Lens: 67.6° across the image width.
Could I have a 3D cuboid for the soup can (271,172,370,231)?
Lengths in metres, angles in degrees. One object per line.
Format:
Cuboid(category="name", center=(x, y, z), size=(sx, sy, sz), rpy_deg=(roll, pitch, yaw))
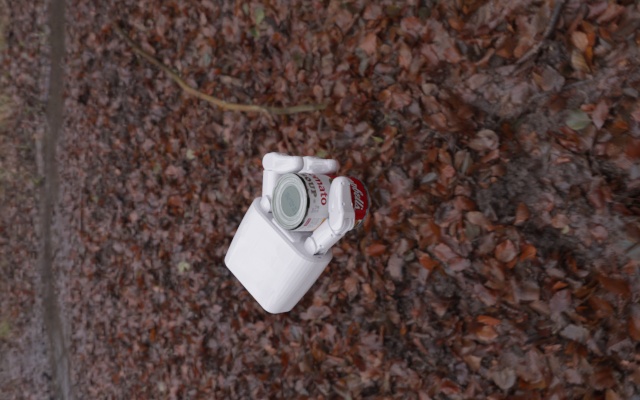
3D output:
Cuboid(category="soup can", center=(0.000, 0.002, 0.572), size=(0.102, 0.068, 0.068), rpy_deg=(2, -1, -43))
